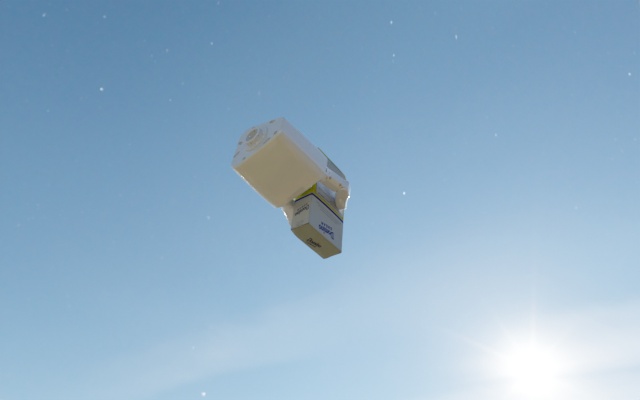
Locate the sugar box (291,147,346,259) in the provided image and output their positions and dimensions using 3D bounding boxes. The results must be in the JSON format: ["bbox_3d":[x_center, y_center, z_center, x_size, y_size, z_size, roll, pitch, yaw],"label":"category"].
[{"bbox_3d":[0.000,0.003,0.822,0.048,0.176,0.093,-22,-50,31],"label":"sugar box"}]
